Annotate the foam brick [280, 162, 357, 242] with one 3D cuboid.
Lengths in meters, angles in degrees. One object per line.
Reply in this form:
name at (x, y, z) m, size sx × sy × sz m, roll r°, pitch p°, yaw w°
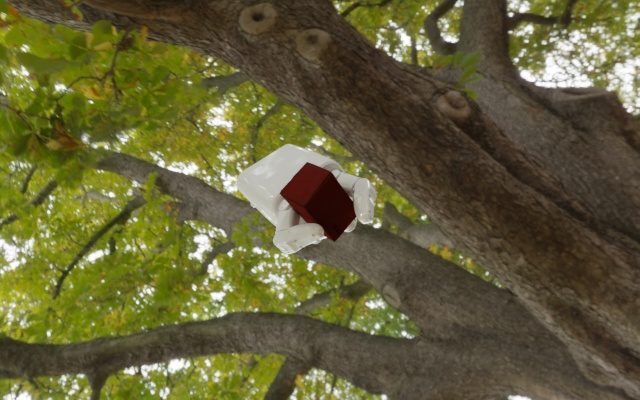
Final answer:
foam brick at (0.000, 0.002, 0.567) m, size 0.051 × 0.053 × 0.078 m, roll 29°, pitch -16°, yaw 47°
